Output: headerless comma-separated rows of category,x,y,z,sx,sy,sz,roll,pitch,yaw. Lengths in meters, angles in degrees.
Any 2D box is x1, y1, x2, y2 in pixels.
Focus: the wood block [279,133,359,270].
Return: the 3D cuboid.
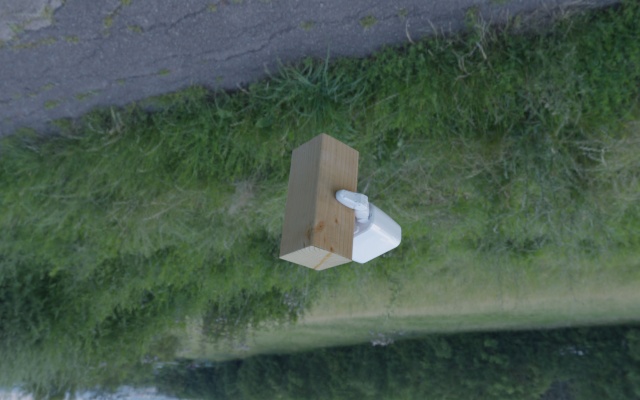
wood block,0.001,0.003,0.820,0.090,0.206,0.091,23,-31,-34
